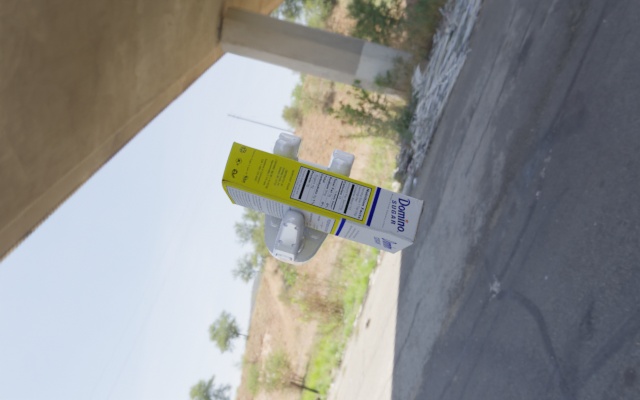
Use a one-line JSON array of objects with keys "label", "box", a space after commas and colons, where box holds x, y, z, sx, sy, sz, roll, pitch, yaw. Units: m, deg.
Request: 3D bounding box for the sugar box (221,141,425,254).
[{"label": "sugar box", "box": [0.000, 0.001, 0.452, 0.176, 0.048, 0.093, 15, -13, 0]}]
